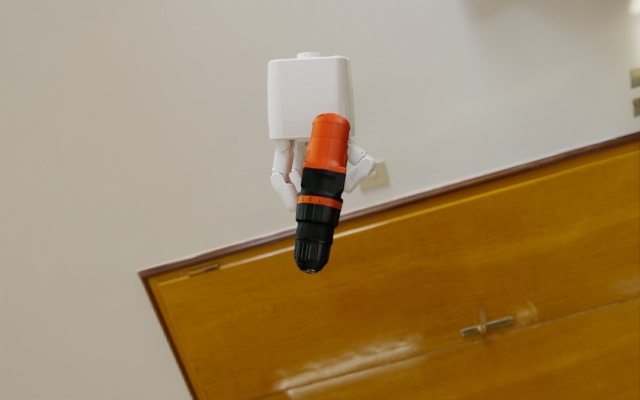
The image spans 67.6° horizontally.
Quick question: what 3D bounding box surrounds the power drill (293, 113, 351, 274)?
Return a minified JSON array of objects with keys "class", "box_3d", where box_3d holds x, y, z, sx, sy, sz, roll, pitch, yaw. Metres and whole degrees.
[{"class":"power drill","box_3d":[0.000,0.002,0.609,0.057,0.184,0.188,11,-9,-1]}]
